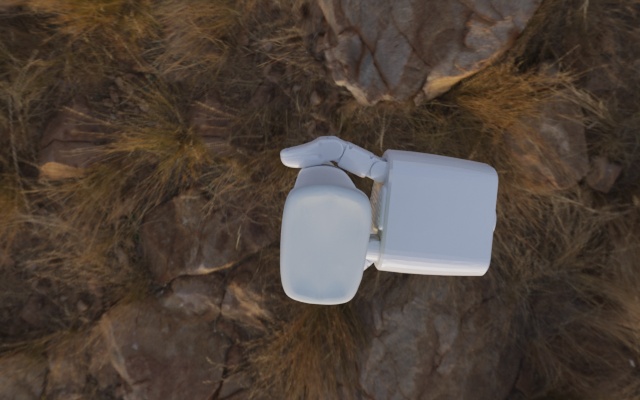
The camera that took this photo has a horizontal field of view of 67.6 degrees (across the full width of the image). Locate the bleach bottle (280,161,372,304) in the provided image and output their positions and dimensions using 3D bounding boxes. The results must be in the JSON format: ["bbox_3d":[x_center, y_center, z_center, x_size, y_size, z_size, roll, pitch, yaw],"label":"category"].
[{"bbox_3d":[0.000,0.002,0.480,0.068,0.102,0.250,5,17,-3],"label":"bleach bottle"}]
